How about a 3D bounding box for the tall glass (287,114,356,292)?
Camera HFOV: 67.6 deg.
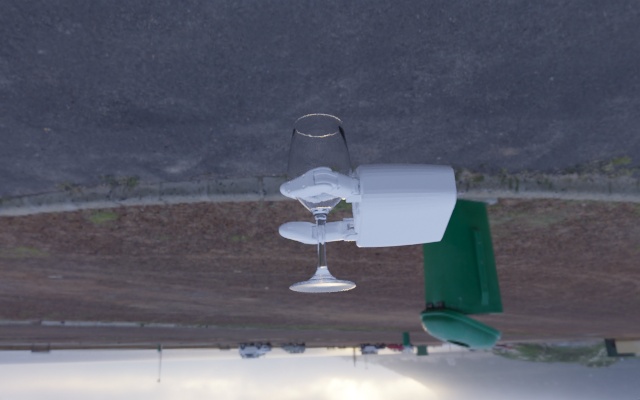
[{"bbox_3d":[0.000,0.002,0.560,0.079,0.201,0.079,-2,-18,-1],"label":"tall glass"}]
